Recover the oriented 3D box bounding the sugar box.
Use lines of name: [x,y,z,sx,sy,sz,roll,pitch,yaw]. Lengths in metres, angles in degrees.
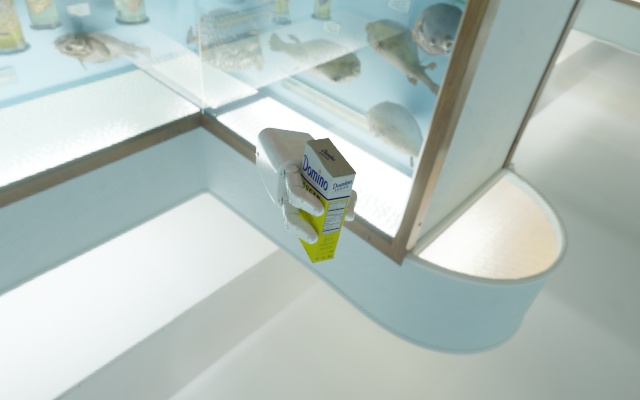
sugar box: [0.000,0.002,0.730,0.048,0.176,0.093,-12,45,-23]
